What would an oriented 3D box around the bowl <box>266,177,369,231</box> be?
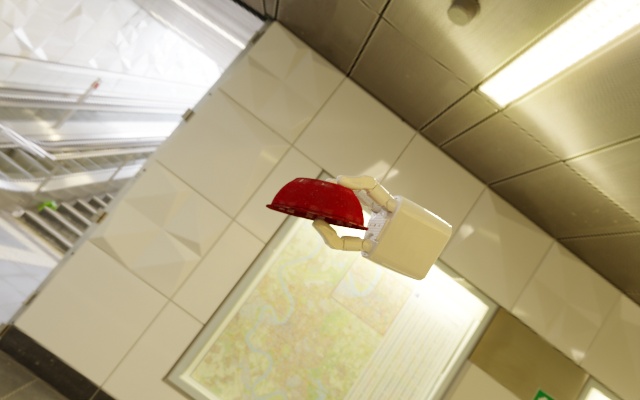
[{"bbox_3d":[-0.001,0.002,0.732,0.162,0.055,0.162,13,-6,1],"label":"bowl"}]
